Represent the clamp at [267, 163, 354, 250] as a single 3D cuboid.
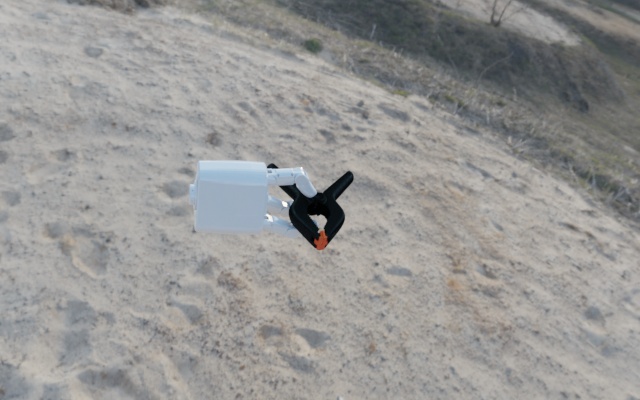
[{"bbox_3d":[0.000,0.002,0.823,0.164,0.036,0.209,-1,39,-16],"label":"clamp"}]
